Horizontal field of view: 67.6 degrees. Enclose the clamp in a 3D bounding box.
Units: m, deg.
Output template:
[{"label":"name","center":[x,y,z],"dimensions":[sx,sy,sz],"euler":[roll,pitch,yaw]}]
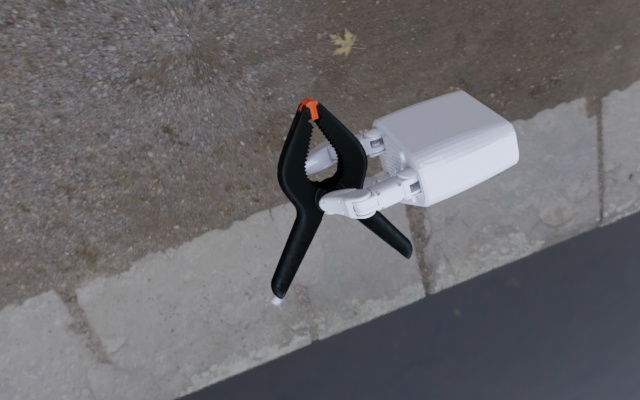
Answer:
[{"label":"clamp","center":[0.000,0.001,0.498],"dimensions":[0.164,0.210,0.036],"euler":[-23,23,-8]}]
